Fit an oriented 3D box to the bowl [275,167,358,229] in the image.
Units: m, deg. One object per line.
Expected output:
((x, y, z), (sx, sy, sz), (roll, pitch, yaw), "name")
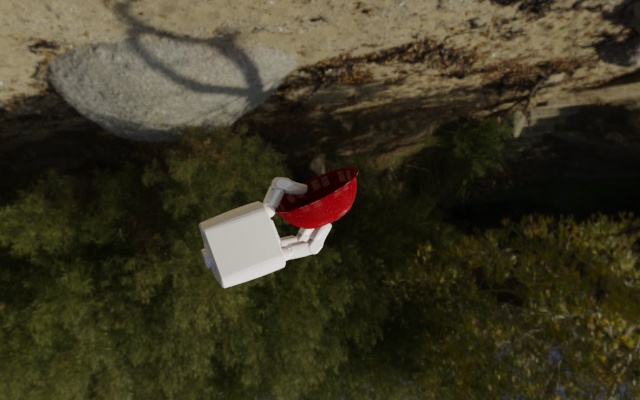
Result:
((0.002, 0.002, 0.815), (0.162, 0.055, 0.162), (-24, 15, 7), "bowl")
